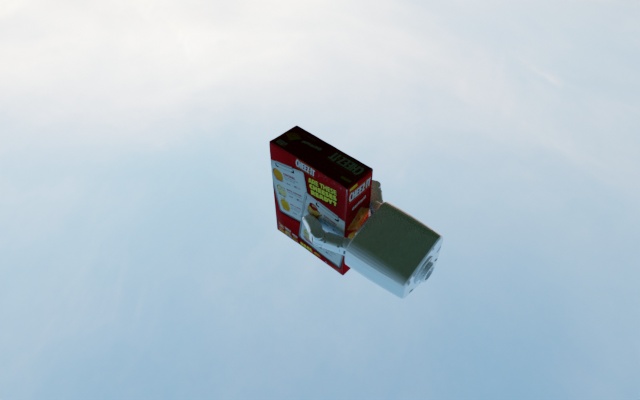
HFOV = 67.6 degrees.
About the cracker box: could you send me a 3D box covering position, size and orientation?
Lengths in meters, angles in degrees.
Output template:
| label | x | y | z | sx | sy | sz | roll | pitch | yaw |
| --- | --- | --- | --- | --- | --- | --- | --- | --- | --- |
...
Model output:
| label | x | y | z | sx | sy | sz | roll | pitch | yaw |
| --- | --- | --- | --- | --- | --- | --- | --- | --- | --- |
| cracker box | 0.000 | 0.003 | 0.801 | 0.164 | 0.214 | 0.072 | 33 | 54 | 27 |
